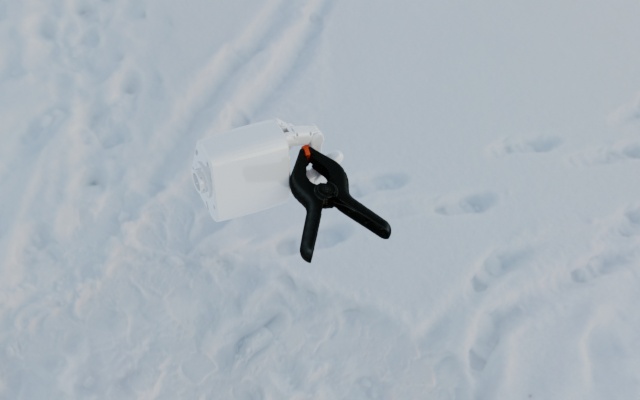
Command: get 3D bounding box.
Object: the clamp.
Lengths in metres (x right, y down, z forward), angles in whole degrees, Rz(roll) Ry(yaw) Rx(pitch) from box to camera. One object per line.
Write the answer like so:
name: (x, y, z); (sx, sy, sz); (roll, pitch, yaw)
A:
clamp: (0.000, 0.002, 0.621); (0.120, 0.171, 0.039); (-20, -33, -26)
